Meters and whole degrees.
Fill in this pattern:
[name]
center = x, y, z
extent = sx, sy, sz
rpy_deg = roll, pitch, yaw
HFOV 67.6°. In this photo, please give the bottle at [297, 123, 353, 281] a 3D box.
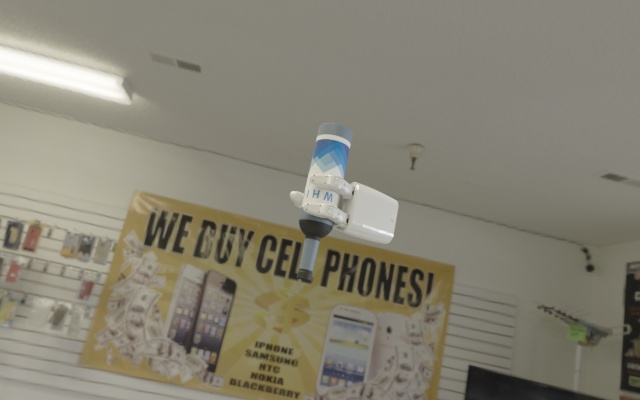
[bottle]
center = 0.000, 0.003, 0.895
extent = 0.069, 0.295, 0.069
rpy_deg = 11, -14, 3
